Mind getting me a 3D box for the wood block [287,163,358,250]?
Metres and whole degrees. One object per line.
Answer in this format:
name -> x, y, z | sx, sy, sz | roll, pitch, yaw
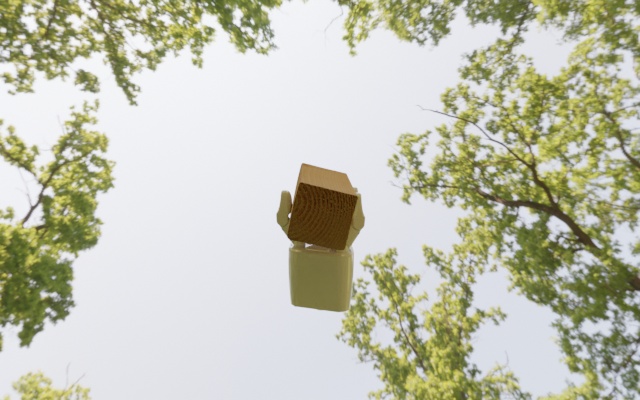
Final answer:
wood block -> 0.000, 0.003, 0.798 | 0.091, 0.090, 0.206 | 13, 12, -4
